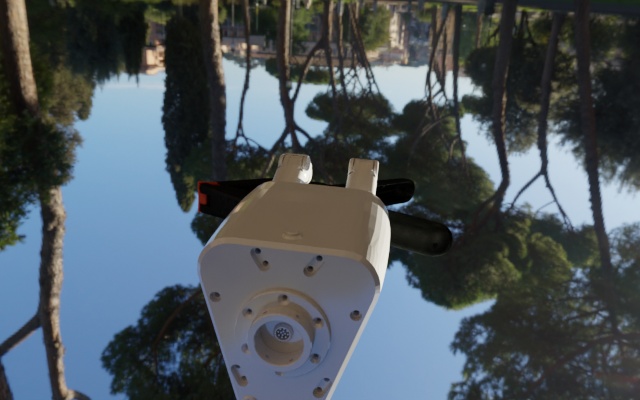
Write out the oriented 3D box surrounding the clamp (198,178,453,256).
[{"bbox_3d":[-0.001,0.002,0.424,0.210,0.036,0.164,5,15,6],"label":"clamp"}]
